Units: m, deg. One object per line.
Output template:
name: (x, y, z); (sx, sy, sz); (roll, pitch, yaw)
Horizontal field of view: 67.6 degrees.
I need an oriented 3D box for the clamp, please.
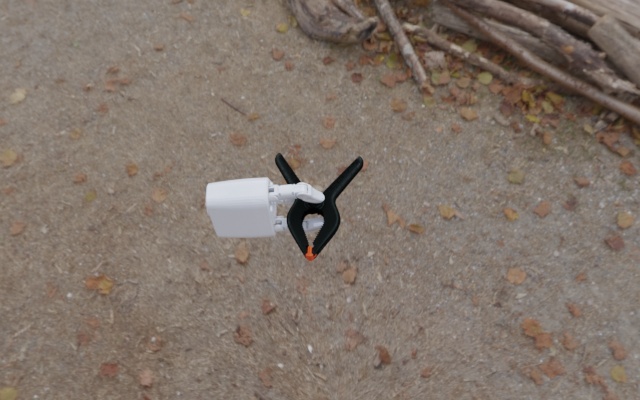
clamp: (0.000, 0.003, 0.851); (0.164, 0.210, 0.036); (-4, -25, 3)
